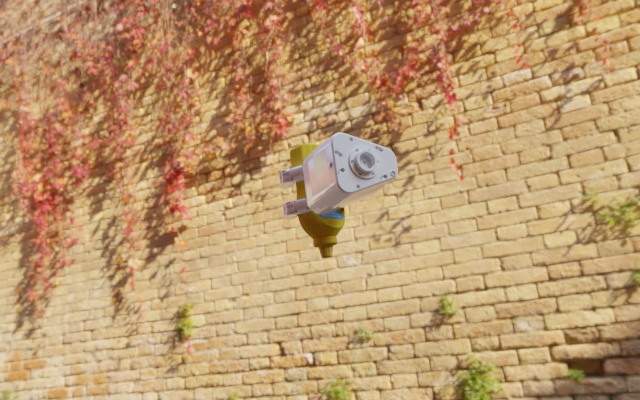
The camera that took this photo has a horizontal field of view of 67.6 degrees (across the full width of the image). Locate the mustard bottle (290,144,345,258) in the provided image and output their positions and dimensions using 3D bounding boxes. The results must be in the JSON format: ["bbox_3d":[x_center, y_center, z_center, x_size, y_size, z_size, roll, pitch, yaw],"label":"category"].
[{"bbox_3d":[0.000,0.003,0.820,0.058,0.191,0.096,-19,-18,39],"label":"mustard bottle"}]
